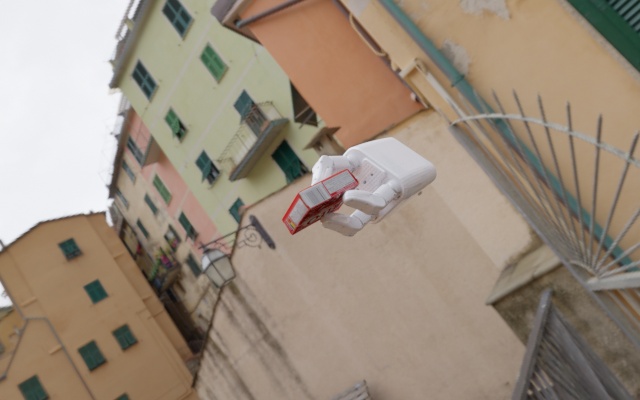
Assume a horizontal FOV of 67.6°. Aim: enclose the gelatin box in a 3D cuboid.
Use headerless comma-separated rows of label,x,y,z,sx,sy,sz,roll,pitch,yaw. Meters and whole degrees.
gelatin box,0.000,0.002,0.627,0.089,0.030,0.073,-27,-16,-34
